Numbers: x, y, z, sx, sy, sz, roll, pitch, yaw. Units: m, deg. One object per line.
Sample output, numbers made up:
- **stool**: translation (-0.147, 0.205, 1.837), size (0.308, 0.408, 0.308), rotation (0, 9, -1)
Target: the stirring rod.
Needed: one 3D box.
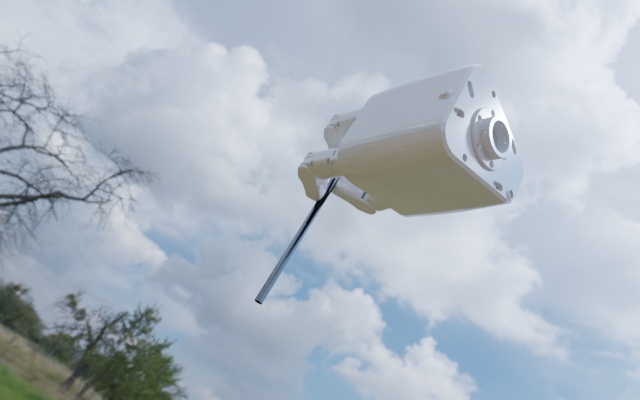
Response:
- **stirring rod**: translation (0.000, 0.002, 0.484), size (0.011, 0.239, 0.011), rotation (24, -30, 15)
